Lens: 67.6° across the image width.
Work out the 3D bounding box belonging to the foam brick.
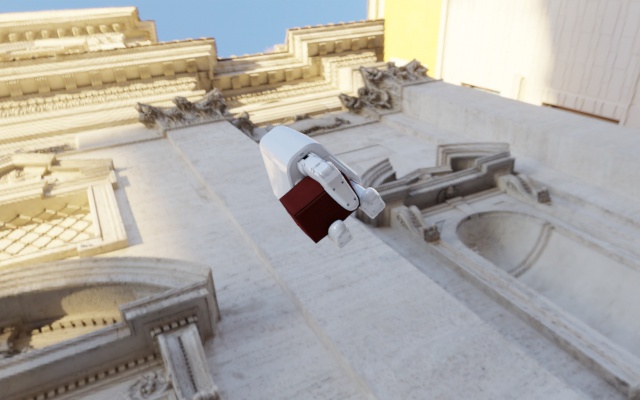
[{"bbox_3d":[0.000,0.002,0.573,0.078,0.053,0.051,-40,36,-9],"label":"foam brick"}]
